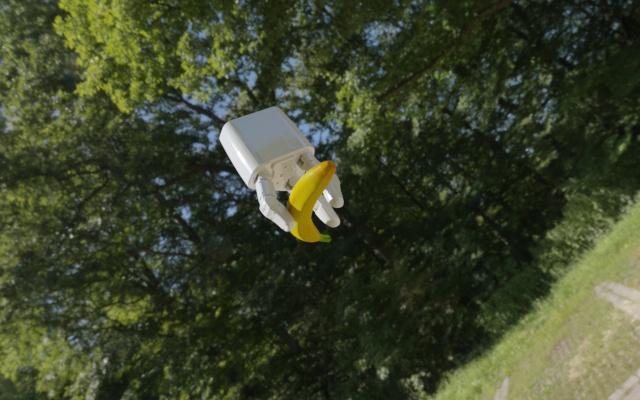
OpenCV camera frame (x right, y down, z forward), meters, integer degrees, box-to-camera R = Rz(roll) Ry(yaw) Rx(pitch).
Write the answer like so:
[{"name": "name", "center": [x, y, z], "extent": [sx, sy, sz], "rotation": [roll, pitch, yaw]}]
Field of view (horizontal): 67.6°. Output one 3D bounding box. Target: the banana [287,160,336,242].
[{"name": "banana", "center": [-0.017, 0.010, 0.692], "extent": [0.069, 0.037, 0.198], "rotation": [-19, -31, -14]}]
